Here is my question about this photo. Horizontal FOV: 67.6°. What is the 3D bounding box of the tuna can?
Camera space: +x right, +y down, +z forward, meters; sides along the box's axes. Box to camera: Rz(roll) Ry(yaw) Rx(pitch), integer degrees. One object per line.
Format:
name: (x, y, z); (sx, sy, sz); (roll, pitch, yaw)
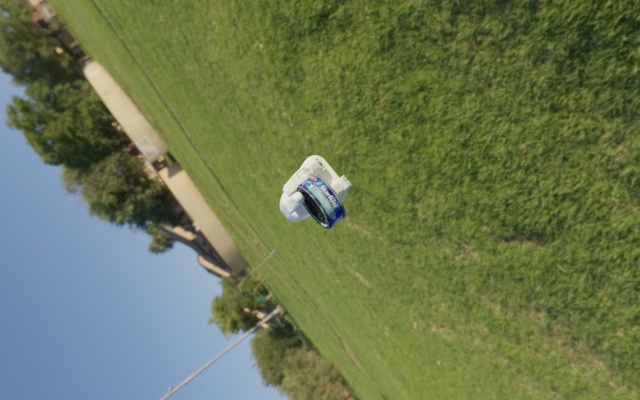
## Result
tuna can: (0.000, 0.003, 0.751); (0.033, 0.086, 0.086); (-36, 11, -15)
